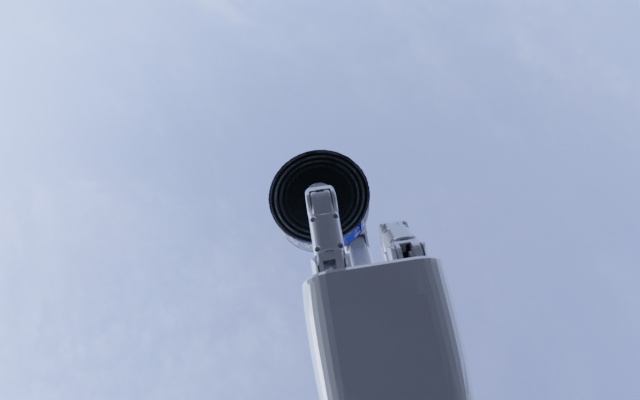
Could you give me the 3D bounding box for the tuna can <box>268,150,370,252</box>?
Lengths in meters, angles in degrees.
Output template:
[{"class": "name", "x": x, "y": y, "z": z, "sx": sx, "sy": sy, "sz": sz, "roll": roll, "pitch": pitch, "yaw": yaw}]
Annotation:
[{"class": "tuna can", "x": 0.000, "y": 0.002, "z": 0.415, "sx": 0.086, "sy": 0.086, "sz": 0.034, "roll": 0, "pitch": -23, "yaw": 6}]
